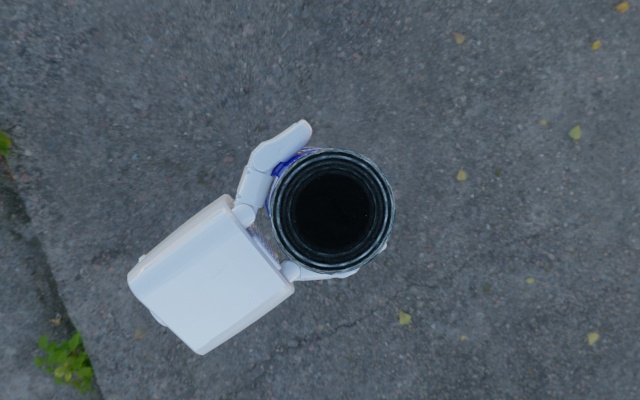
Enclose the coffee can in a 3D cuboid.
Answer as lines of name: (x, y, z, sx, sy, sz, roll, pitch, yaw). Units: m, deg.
coffee can: (0.000, 0.001, 0.447, 0.103, 0.103, 0.140, 0, 6, -9)
